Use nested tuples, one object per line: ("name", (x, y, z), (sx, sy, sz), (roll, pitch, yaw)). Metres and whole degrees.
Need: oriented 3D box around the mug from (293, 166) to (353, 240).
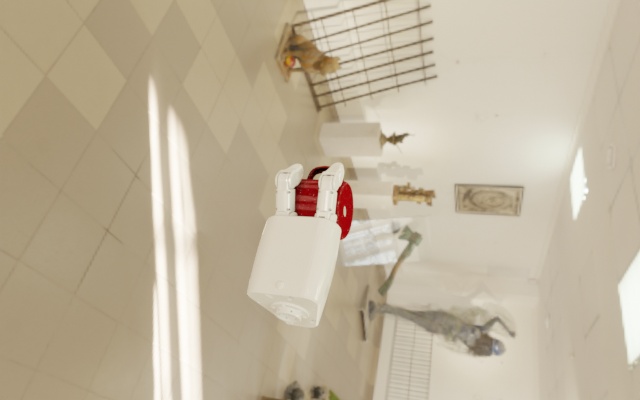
("mug", (0.001, 0.001, 0.671), (0.081, 0.117, 0.093), (3, -33, 19))
